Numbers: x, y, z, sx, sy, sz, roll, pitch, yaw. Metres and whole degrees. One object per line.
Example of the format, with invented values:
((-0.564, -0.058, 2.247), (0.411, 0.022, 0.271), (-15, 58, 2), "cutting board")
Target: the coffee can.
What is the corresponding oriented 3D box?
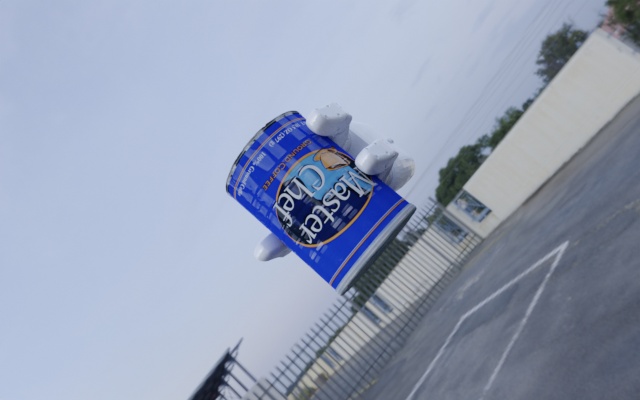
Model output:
((0.000, 0.002, 0.434), (0.140, 0.103, 0.103), (41, 10, 12), "coffee can")
